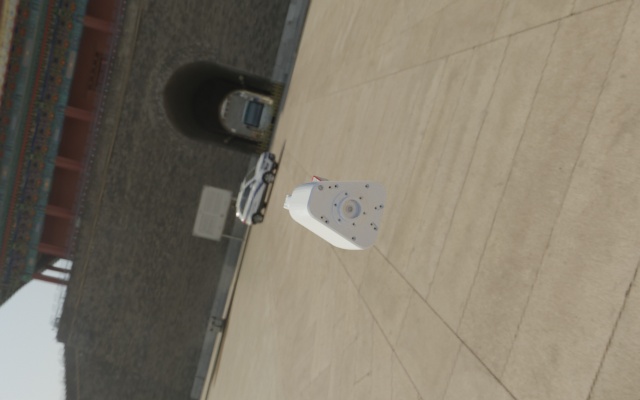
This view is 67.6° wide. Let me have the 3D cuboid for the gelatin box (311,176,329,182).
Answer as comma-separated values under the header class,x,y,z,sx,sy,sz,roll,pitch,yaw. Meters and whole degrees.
class,x,y,z,sx,sy,sz,roll,pitch,yaw
gelatin box,0.000,0.002,0.796,0.030,0.073,0.089,15,8,-18
